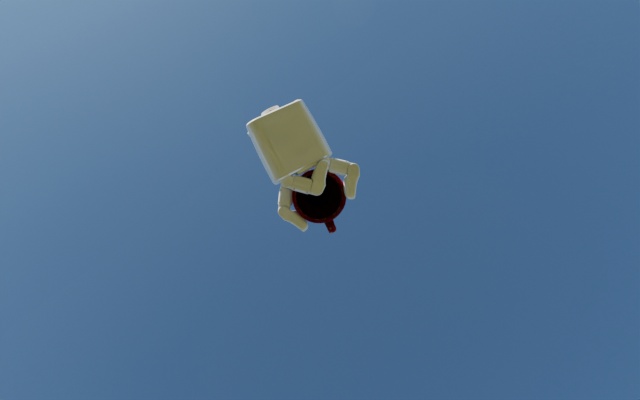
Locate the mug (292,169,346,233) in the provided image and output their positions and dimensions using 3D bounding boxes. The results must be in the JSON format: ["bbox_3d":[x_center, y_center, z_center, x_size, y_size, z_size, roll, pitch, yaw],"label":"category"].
[{"bbox_3d":[0.001,0.004,0.850,0.093,0.117,0.081,-26,3,-4],"label":"mug"}]
